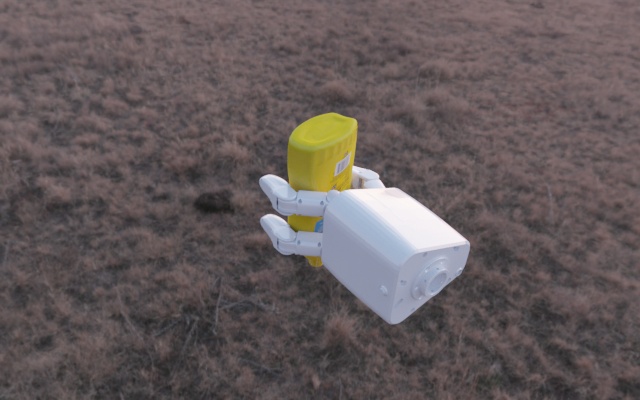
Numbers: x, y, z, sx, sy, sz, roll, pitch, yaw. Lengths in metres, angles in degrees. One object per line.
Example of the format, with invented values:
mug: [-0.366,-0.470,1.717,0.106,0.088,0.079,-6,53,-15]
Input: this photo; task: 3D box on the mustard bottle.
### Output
mustard bottle: [0.000,0.001,0.558,0.058,0.192,0.096,20,38,23]
